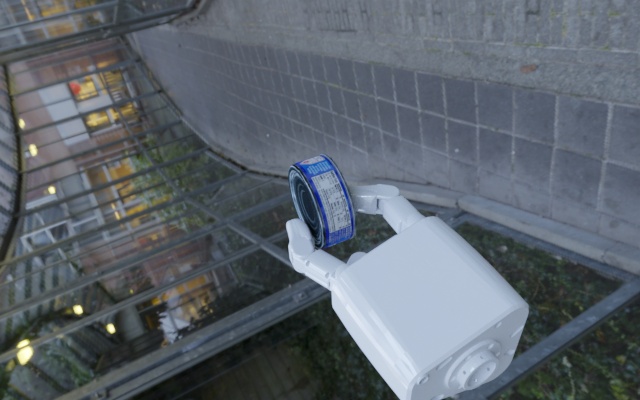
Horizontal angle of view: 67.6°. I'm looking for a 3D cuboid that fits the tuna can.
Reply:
[{"bbox_3d":[0.000,0.002,0.450,0.034,0.086,0.086,-20,5,-16],"label":"tuna can"}]
